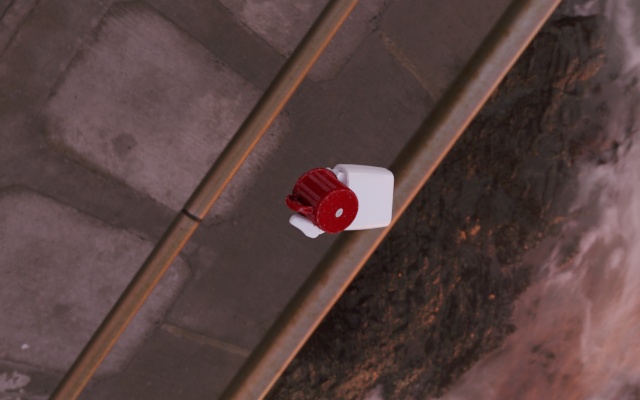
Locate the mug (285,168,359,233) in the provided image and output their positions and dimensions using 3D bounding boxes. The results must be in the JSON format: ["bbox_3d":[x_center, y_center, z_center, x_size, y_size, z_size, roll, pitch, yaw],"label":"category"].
[{"bbox_3d":[-0.001,0.003,0.785,0.117,0.093,0.081,-1,23,-30],"label":"mug"}]
